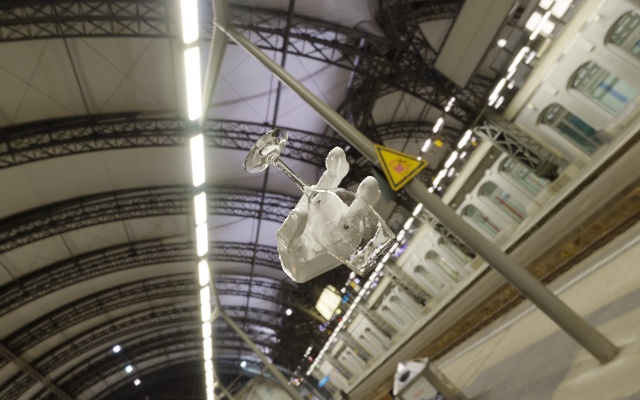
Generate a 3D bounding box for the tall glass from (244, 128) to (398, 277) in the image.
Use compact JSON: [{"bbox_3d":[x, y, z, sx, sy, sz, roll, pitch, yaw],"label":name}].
[{"bbox_3d":[0.000,0.001,0.586,0.201,0.079,0.079,43,14,16],"label":"tall glass"}]
